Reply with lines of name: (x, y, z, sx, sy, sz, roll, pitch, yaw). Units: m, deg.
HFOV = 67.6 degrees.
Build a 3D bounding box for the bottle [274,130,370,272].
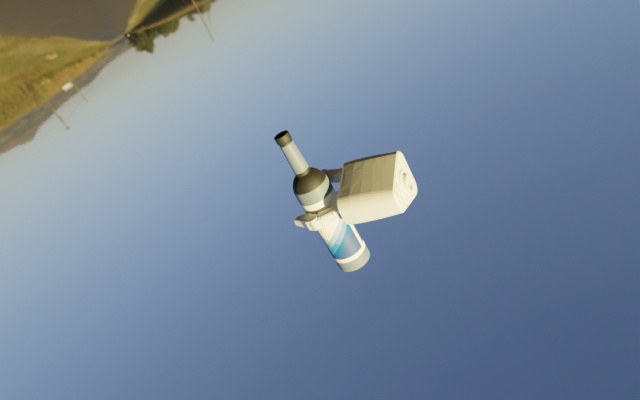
bottle: (0.000, 0.003, 0.864, 0.069, 0.296, 0.069, -23, 28, 13)
